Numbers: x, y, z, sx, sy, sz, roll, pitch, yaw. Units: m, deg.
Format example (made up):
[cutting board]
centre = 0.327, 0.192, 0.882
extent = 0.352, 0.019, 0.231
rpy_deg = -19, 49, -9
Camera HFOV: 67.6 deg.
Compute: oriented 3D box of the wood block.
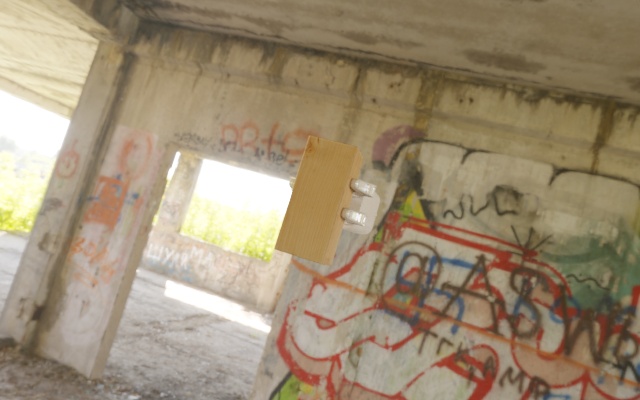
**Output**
[wood block]
centre = 0.000, 0.003, 0.846
extent = 0.091, 0.206, 0.090
rpy_deg = 15, -5, 14
